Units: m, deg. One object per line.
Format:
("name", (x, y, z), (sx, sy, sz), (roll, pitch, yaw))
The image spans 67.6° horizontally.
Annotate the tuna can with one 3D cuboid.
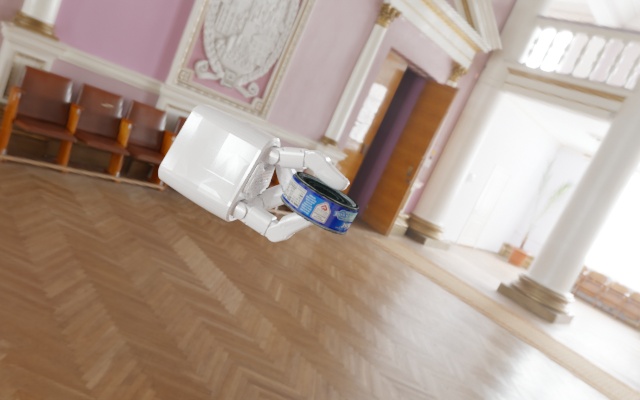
("tuna can", (0.000, 0.001, 0.539), (0.086, 0.034, 0.086), (29, 11, -6))
